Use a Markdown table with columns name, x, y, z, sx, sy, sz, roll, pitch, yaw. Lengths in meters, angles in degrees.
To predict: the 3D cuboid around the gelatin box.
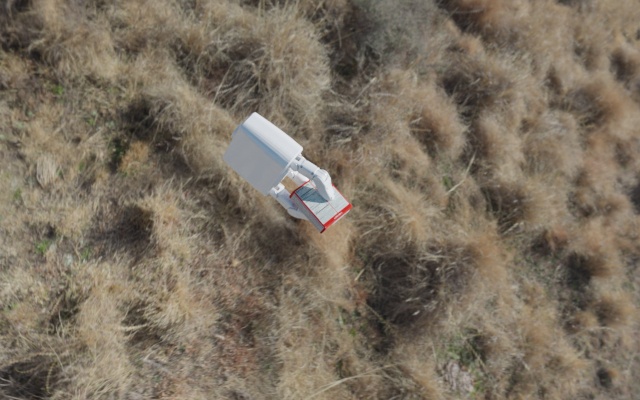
| name | x | y | z | sx | sy | sz | roll | pitch | yaw |
| --- | --- | --- | --- | --- | --- | --- | --- | --- | --- |
| gelatin box | 0.001 | 0.003 | 0.850 | 0.073 | 0.089 | 0.030 | -37 | -9 | -32 |
